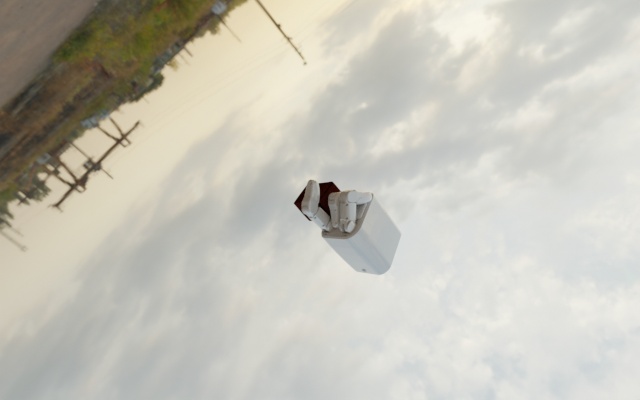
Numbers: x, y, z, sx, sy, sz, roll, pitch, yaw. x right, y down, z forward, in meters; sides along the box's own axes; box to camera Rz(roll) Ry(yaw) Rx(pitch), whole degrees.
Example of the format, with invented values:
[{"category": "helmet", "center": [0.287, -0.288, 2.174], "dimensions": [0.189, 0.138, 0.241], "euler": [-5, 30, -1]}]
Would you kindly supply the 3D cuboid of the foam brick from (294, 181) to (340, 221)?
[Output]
[{"category": "foam brick", "center": [0.000, 0.003, 0.869], "dimensions": [0.051, 0.053, 0.078], "euler": [49, -27, -25]}]
